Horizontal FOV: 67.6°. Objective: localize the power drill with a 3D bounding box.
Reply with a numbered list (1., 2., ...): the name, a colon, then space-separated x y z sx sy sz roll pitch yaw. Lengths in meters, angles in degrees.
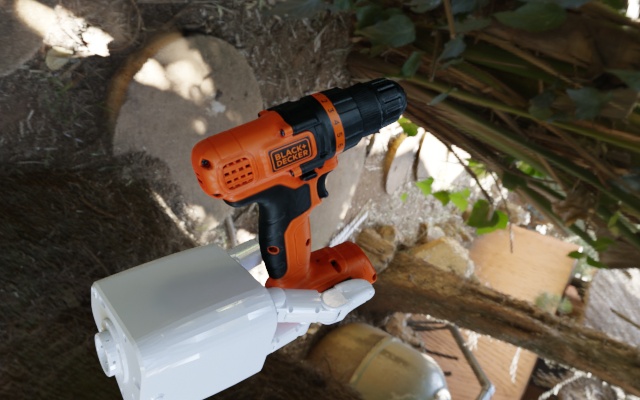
1. power drill: 0.000 0.002 0.411 0.184 0.188 0.057 -23 33 -18
